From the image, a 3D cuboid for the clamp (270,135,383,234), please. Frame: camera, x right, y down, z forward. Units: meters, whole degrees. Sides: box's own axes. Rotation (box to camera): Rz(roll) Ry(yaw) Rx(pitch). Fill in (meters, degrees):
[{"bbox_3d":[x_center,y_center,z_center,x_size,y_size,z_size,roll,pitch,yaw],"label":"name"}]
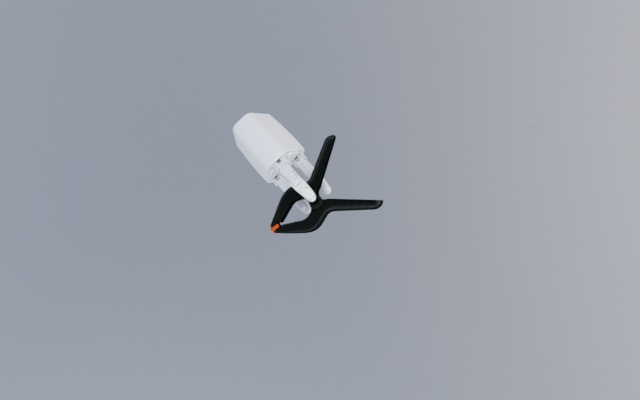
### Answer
[{"bbox_3d":[-0.001,0.003,0.892,0.210,0.164,0.036,-43,-11,4],"label":"clamp"}]
